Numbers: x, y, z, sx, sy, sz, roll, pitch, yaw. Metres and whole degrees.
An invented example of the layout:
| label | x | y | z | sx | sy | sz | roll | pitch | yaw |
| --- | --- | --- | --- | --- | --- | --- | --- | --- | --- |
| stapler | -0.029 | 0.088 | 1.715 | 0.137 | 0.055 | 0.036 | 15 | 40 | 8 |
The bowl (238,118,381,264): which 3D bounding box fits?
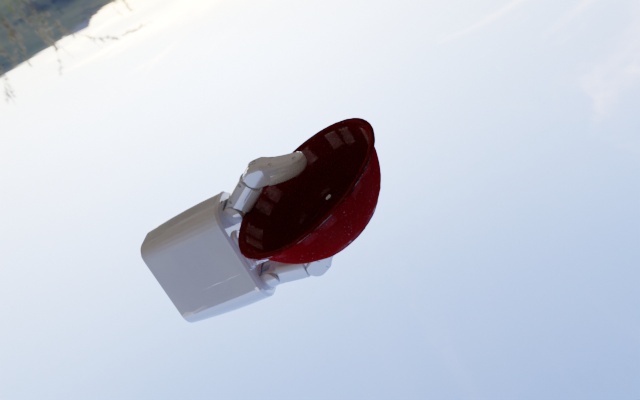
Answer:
| label | x | y | z | sx | sy | sz | roll | pitch | yaw |
| --- | --- | --- | --- | --- | --- | --- | --- | --- | --- |
| bowl | 0.001 | 0.001 | 0.435 | 0.055 | 0.162 | 0.162 | 43 | -22 | -25 |
